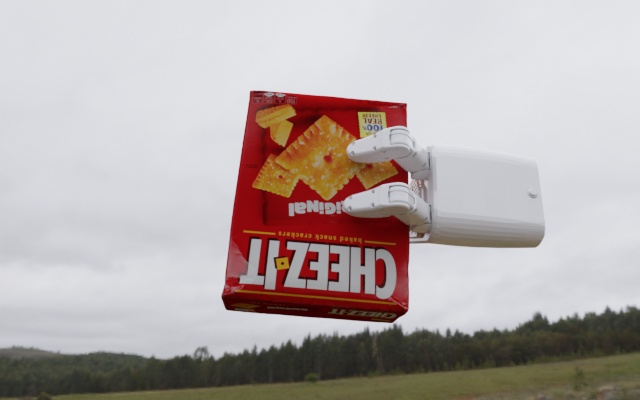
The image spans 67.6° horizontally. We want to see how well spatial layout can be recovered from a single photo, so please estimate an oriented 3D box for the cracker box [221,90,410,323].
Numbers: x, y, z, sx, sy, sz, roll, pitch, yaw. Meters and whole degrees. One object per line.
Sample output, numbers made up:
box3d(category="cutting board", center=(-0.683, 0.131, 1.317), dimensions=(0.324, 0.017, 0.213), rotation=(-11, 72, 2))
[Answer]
box3d(category="cracker box", center=(0.000, 0.001, 0.467), dimensions=(0.164, 0.213, 0.072), rotation=(5, -23, -3))
